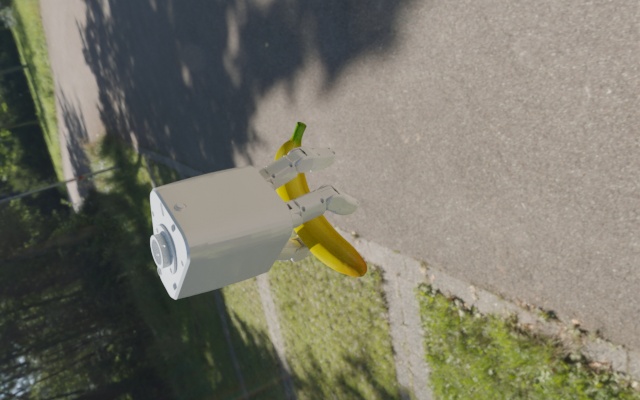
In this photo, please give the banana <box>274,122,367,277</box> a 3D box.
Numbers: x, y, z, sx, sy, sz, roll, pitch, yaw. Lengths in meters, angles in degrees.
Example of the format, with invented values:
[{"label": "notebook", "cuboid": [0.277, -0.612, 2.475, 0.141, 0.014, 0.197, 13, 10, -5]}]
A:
[{"label": "banana", "cuboid": [-0.012, 0.008, 0.550, 0.037, 0.197, 0.070, -7, -24, -42]}]
